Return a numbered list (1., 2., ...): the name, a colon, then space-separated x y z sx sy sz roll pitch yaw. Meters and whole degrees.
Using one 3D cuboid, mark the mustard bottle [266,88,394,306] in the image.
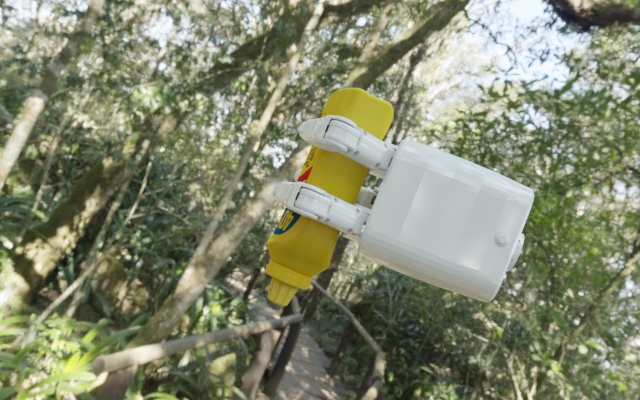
1. mustard bottle: 0.000 0.001 0.422 0.058 0.191 0.096 23 -3 -13
